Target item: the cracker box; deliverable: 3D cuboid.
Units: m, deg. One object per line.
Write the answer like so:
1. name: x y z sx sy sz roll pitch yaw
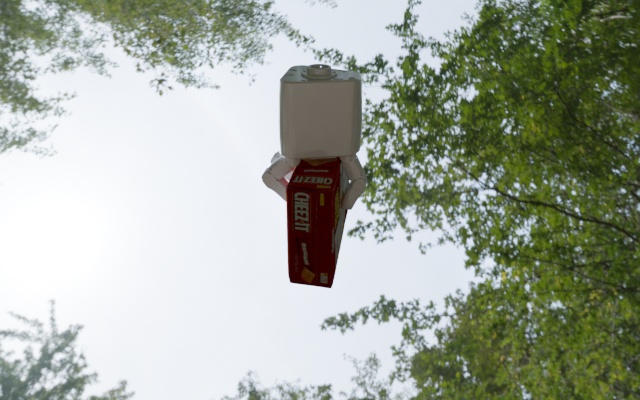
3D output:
1. cracker box: 0.000 0.002 0.737 0.072 0.164 0.213 4 30 8
